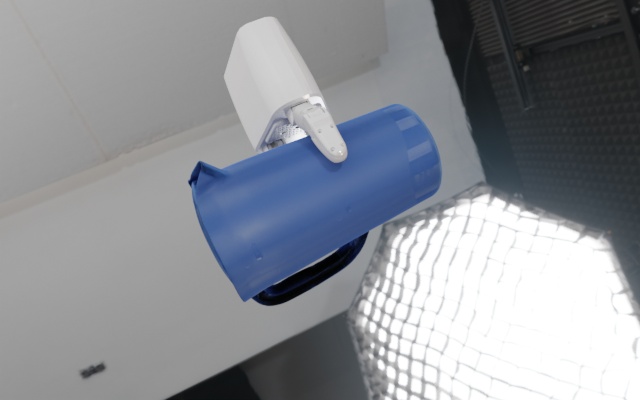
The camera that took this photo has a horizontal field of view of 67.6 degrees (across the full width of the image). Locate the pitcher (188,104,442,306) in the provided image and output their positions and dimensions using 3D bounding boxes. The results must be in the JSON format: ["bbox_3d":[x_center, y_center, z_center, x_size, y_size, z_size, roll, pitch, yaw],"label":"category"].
[{"bbox_3d":[0.000,0.001,0.500,0.243,0.145,0.149,-25,-14,-11],"label":"pitcher"}]
